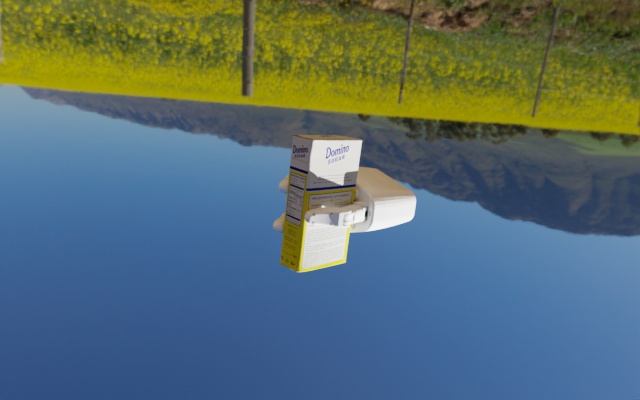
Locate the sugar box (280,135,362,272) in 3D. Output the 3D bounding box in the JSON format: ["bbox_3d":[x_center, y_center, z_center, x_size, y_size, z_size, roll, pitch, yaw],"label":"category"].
[{"bbox_3d":[0.000,0.002,0.637,0.093,0.176,0.048,-6,16,-43],"label":"sugar box"}]
